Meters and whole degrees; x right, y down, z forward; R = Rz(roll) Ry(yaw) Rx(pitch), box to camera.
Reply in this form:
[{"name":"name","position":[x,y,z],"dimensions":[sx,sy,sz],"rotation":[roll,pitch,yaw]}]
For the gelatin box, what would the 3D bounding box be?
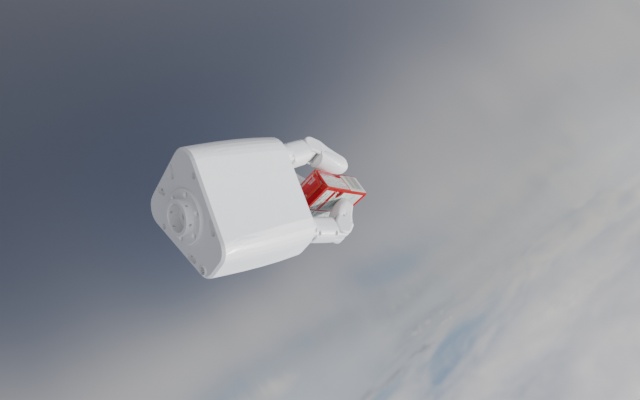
[{"name":"gelatin box","position":[0.001,0.002,0.544],"dimensions":[0.073,0.030,0.089],"rotation":[-44,-26,24]}]
